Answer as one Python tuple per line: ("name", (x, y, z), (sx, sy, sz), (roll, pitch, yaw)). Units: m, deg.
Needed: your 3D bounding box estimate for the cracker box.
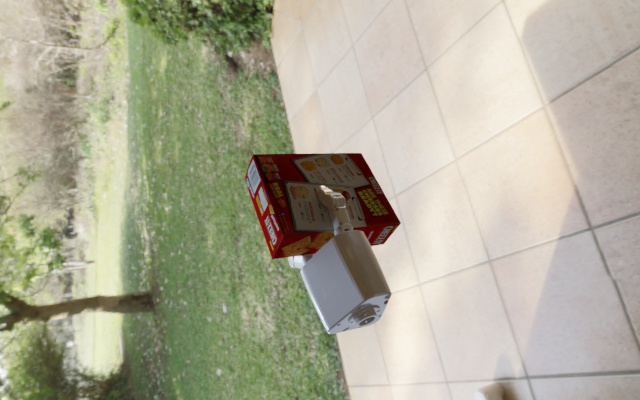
("cracker box", (0.000, 0.002, 0.788), (0.213, 0.164, 0.072), (-4, -37, -30))
